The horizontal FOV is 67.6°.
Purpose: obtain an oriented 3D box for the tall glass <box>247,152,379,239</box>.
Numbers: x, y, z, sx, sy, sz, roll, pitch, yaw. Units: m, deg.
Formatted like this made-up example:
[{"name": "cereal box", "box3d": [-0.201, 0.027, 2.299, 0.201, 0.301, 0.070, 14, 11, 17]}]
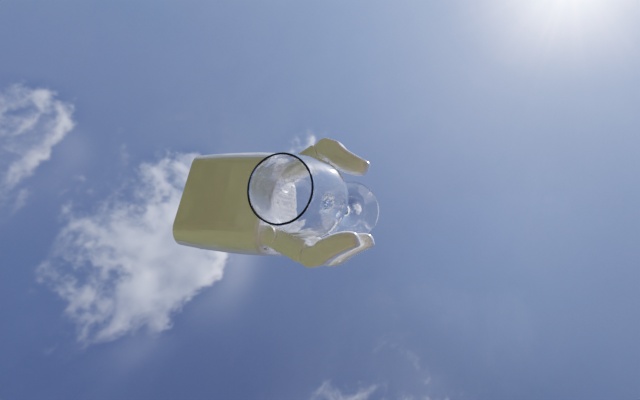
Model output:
[{"name": "tall glass", "box3d": [0.000, 0.002, 0.490, 0.079, 0.079, 0.201, 0, -7, 20]}]
